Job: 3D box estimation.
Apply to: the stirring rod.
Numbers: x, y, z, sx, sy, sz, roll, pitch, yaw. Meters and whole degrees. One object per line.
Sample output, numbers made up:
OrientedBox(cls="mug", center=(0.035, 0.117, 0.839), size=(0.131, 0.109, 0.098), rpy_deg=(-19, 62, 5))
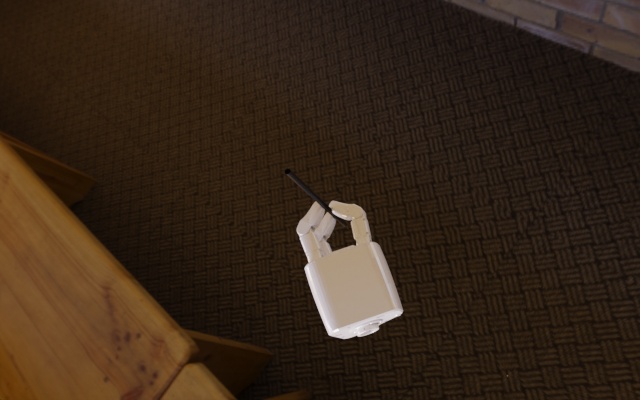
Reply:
OrientedBox(cls="stirring rod", center=(0.000, 0.002, 0.705), size=(0.011, 0.011, 0.240), rpy_deg=(0, -19, 21))
